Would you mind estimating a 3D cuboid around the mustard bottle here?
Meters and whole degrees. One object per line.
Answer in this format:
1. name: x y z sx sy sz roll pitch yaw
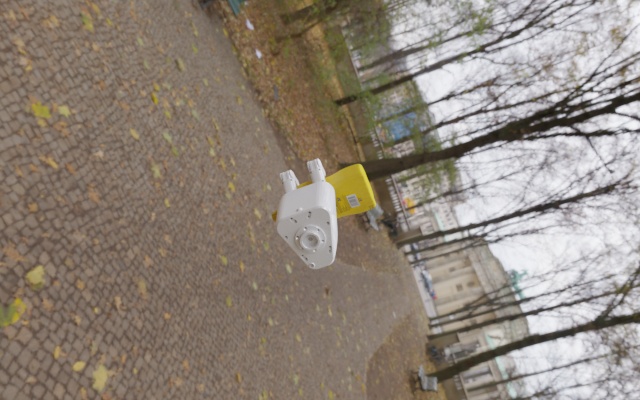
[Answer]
1. mustard bottle: 0.000 0.003 0.888 0.191 0.058 0.096 -19 -45 9
